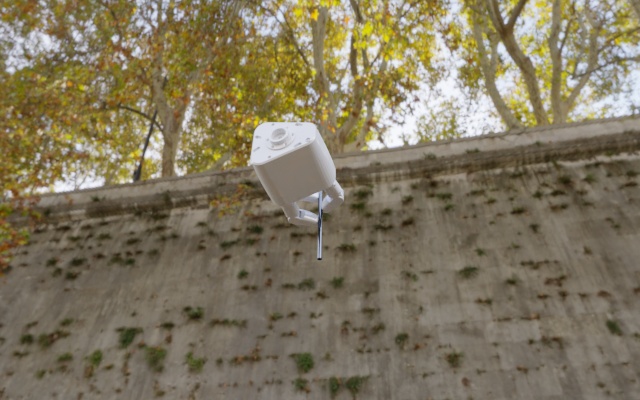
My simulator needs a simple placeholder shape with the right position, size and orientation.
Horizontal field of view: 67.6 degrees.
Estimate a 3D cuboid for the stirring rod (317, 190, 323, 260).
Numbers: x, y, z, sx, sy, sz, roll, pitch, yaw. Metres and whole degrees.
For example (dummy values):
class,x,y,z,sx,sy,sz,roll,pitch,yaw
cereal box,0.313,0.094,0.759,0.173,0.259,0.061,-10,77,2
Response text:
class,x,y,z,sx,sy,sz,roll,pitch,yaw
stirring rod,0.000,0.003,0.869,0.011,0.239,0.011,1,-38,1
